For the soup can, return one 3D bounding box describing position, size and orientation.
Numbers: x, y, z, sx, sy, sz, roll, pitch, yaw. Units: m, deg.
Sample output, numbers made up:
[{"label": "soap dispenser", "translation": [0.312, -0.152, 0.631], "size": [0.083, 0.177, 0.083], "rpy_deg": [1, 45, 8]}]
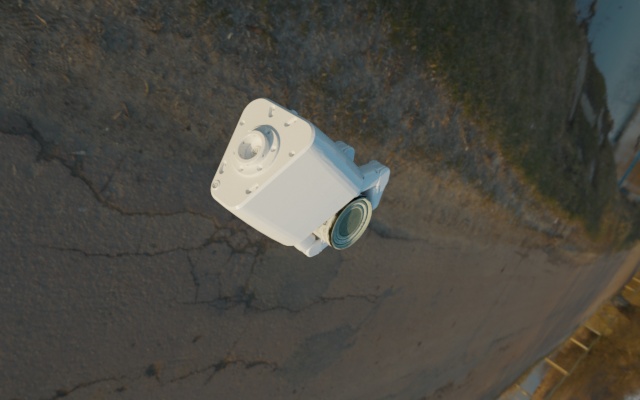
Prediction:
[{"label": "soup can", "translation": [0.000, 0.002, 0.544], "size": [0.102, 0.068, 0.068], "rpy_deg": [34, 21, 34]}]
